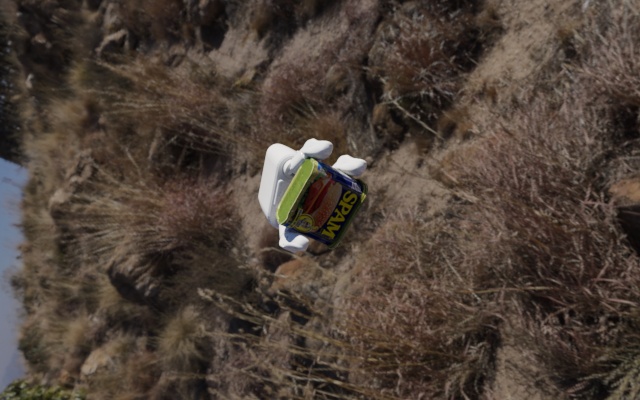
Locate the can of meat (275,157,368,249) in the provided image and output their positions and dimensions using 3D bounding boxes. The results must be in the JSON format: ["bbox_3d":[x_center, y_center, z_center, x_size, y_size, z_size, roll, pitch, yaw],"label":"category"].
[{"bbox_3d":[0.000,0.002,0.636,0.084,0.102,0.057,26,12,-23],"label":"can of meat"}]
